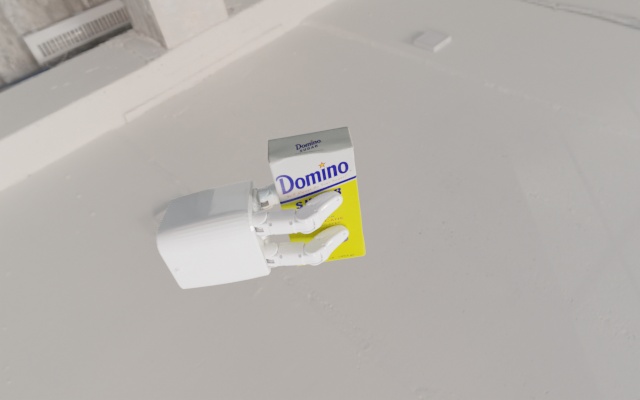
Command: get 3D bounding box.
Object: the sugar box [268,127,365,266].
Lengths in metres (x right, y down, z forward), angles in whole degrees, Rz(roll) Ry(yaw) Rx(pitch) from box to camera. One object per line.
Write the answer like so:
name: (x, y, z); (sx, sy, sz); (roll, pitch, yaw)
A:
sugar box: (0.000, 0.002, 0.568); (0.093, 0.048, 0.176); (-10, -45, 2)
